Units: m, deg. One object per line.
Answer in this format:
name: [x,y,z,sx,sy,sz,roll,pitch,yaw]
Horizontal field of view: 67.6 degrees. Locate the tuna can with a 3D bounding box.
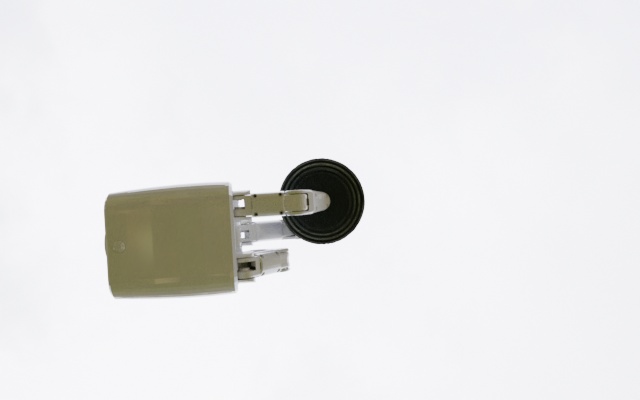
tuna can: [0.000,0.002,0.486,0.086,0.086,0.034,0,-4,-5]
